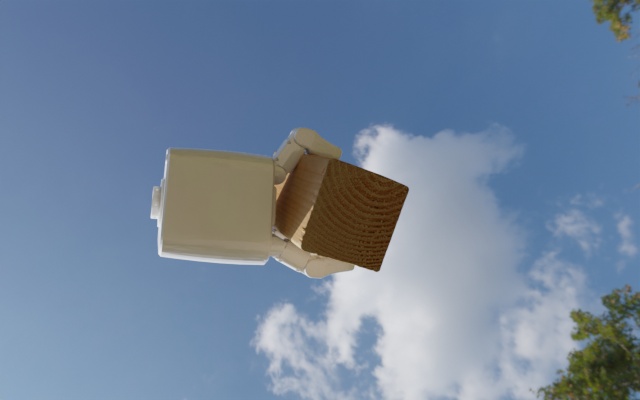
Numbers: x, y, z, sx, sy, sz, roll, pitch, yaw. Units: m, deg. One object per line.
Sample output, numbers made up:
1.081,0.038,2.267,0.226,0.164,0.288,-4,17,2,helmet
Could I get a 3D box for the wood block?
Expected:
0.000,0.001,0.541,0.090,0.091,0.206,19,2,-21,wood block
